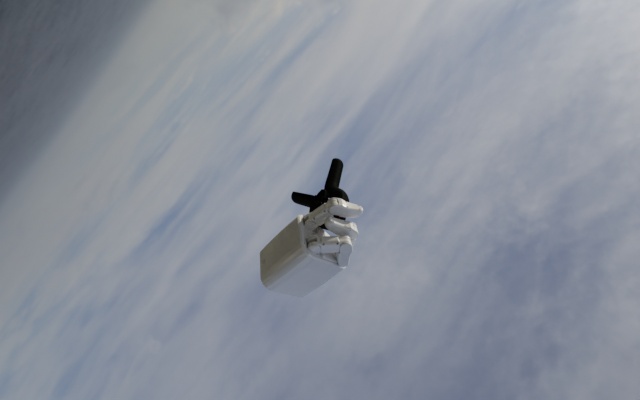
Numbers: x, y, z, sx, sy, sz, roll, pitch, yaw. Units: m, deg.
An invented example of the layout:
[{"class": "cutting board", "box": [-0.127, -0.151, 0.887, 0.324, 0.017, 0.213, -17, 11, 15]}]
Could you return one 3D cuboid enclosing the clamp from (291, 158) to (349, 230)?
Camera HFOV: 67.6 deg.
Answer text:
[{"class": "clamp", "box": [0.001, 0.003, 0.859, 0.120, 0.171, 0.039, -39, -59, 21]}]
